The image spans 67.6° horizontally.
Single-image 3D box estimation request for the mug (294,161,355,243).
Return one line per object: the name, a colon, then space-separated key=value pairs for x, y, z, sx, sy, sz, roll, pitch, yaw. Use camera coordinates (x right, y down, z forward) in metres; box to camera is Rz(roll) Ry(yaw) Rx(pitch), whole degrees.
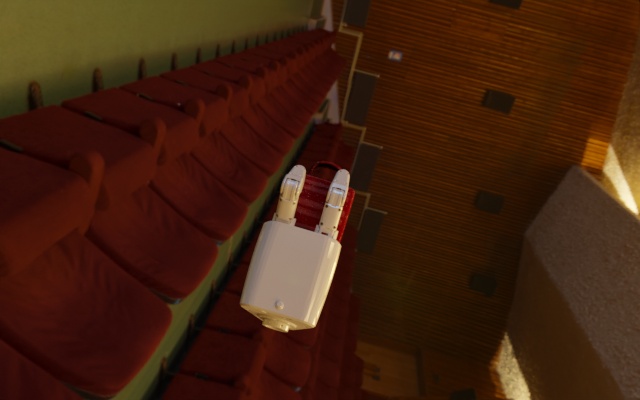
mug: x=0.001 y=0.001 z=0.643 sx=0.081 sy=0.117 sz=0.093 roll=17 pitch=-21 yaw=3
